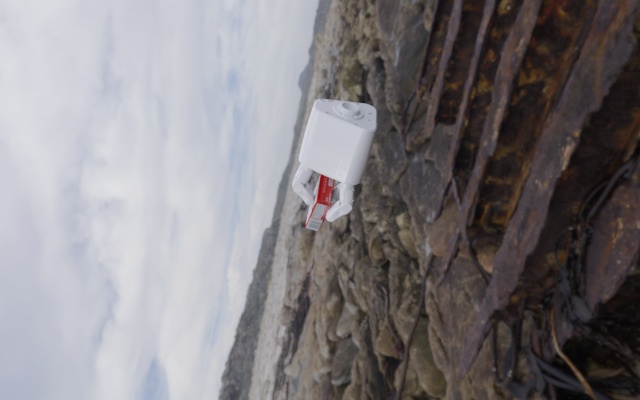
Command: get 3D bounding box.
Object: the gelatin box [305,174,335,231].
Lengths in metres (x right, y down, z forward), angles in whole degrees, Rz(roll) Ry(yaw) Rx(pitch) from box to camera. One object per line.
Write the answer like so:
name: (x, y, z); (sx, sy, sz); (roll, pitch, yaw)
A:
gelatin box: (0.000, 0.003, 0.889); (0.030, 0.073, 0.089); (16, -39, -7)
